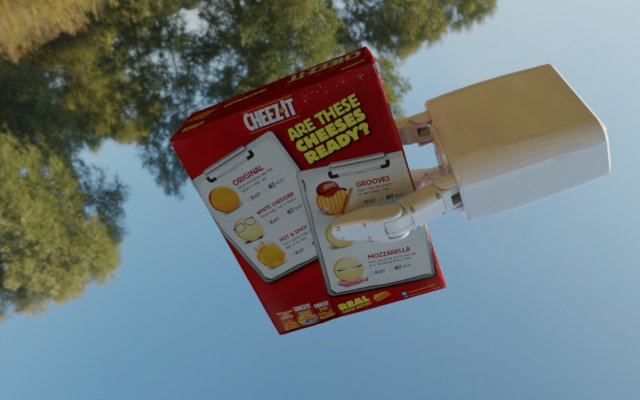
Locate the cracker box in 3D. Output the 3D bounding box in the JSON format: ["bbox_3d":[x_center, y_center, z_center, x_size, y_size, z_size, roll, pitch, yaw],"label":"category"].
[{"bbox_3d":[0.000,0.002,0.415,0.164,0.214,0.072,-18,27,10],"label":"cracker box"}]
